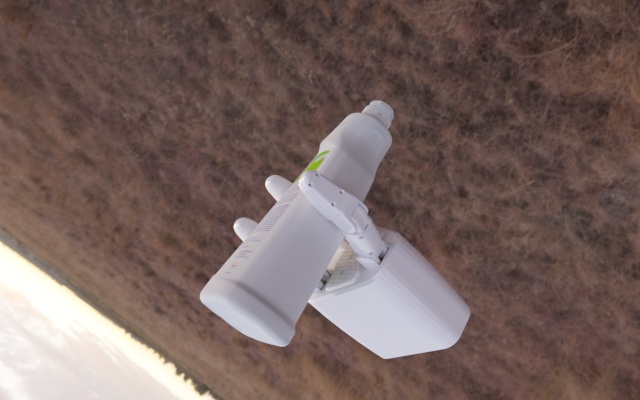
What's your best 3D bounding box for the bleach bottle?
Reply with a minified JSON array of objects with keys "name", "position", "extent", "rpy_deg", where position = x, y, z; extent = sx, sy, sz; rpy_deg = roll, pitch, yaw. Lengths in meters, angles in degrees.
[{"name":"bleach bottle","position":[0.000,0.001,0.425],"extent":[0.068,0.250,0.102],"rpy_deg":[43,-25,-16]}]
